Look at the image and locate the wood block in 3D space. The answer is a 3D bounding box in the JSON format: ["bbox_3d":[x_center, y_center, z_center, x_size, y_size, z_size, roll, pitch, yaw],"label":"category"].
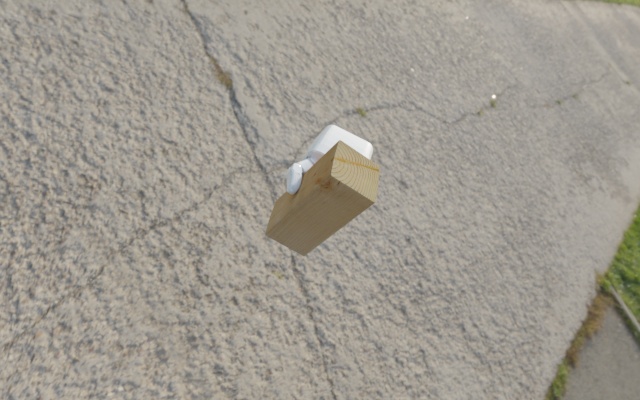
[{"bbox_3d":[0.000,0.002,0.833,0.091,0.090,0.206,31,-46,-18],"label":"wood block"}]
